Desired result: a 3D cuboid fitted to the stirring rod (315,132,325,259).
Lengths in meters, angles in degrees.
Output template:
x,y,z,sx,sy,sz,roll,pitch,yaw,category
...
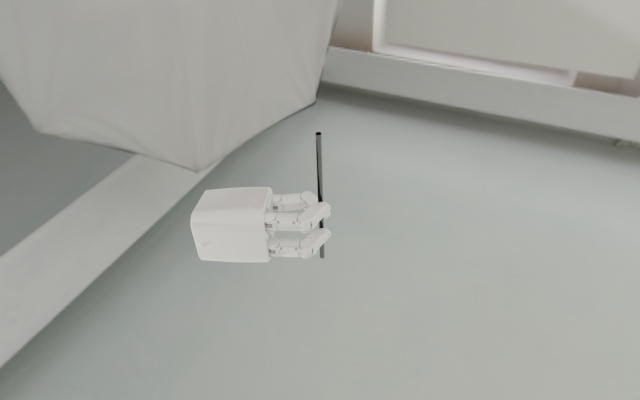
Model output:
x,y,z,sx,sy,sz,roll,pitch,yaw,category
0.000,0.002,0.707,0.011,0.240,0.011,-1,41,1,stirring rod
